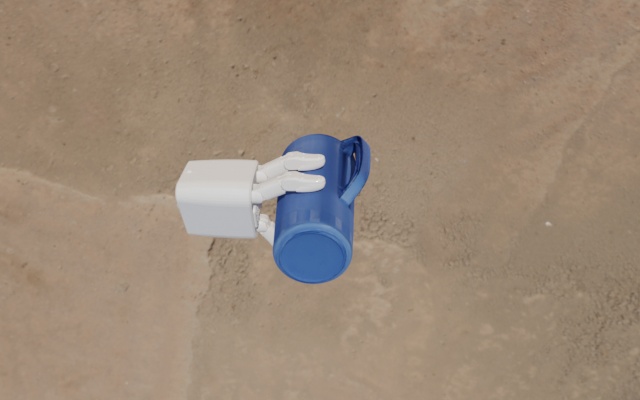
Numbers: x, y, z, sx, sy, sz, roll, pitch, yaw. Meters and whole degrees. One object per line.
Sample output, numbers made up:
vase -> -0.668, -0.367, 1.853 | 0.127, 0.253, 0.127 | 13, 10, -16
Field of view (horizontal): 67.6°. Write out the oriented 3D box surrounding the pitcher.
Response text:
pitcher -> 0.000, 0.002, 0.727 | 0.145, 0.149, 0.242 | 4, 34, -1
